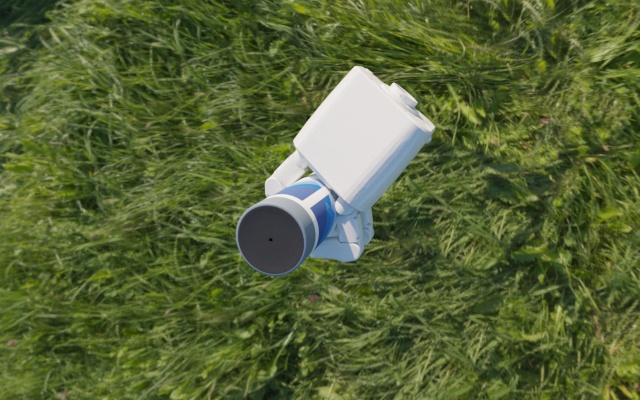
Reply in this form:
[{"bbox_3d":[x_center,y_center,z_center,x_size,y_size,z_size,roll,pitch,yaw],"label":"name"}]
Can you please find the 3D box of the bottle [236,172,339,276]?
[{"bbox_3d":[0.000,0.002,0.547,0.069,0.069,0.295,0,13,18],"label":"bottle"}]
